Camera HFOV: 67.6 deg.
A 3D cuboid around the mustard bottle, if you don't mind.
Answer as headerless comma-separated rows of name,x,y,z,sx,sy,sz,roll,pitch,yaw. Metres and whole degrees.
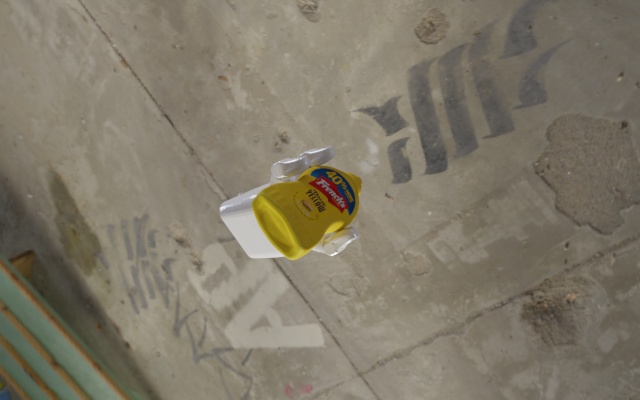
mustard bottle,0.000,0.002,0.657,0.191,0.096,0.058,-29,-11,-48
